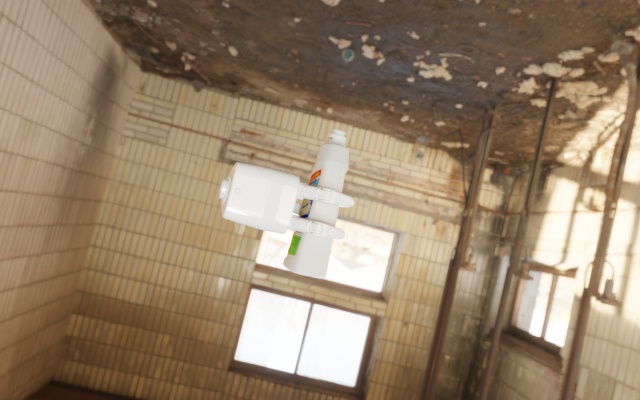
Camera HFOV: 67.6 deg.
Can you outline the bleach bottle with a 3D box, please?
[{"bbox_3d":[0.000,0.003,0.828,0.068,0.251,0.102,14,-4,-16],"label":"bleach bottle"}]
